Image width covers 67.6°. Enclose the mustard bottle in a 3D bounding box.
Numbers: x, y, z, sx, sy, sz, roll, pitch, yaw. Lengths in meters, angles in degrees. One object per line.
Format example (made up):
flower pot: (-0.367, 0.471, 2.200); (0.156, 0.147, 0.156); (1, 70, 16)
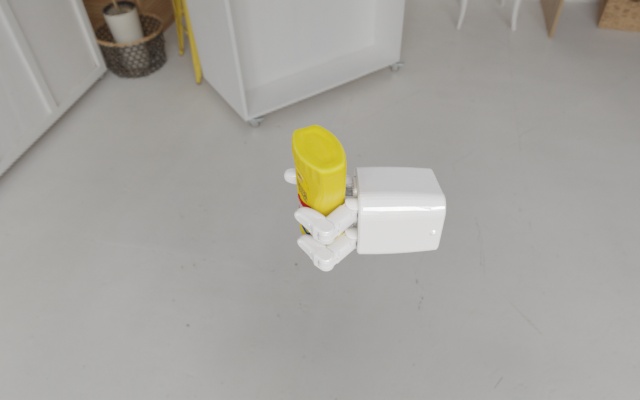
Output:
mustard bottle: (0.000, 0.002, 0.634); (0.058, 0.192, 0.096); (-19, 47, -16)
